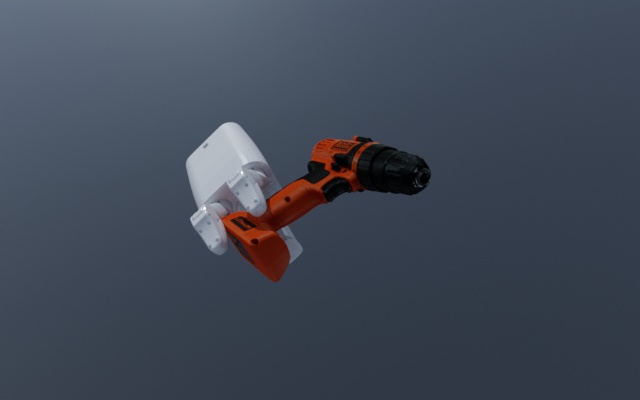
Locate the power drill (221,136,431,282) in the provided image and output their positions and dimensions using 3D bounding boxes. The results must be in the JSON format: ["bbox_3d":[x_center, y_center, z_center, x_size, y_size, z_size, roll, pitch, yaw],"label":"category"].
[{"bbox_3d":[0.000,0.002,0.501,0.187,0.057,0.184,-37,25,-19],"label":"power drill"}]
